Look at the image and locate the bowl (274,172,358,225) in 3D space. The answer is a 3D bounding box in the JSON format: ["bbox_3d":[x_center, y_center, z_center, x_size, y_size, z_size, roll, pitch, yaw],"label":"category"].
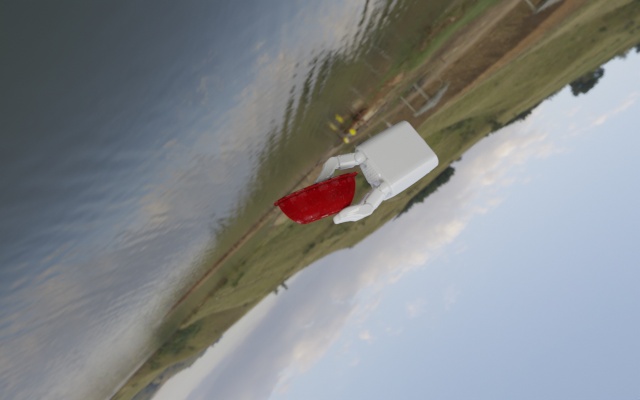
[{"bbox_3d":[-0.001,0.004,0.857,0.162,0.055,0.162,-20,-4,-1],"label":"bowl"}]
